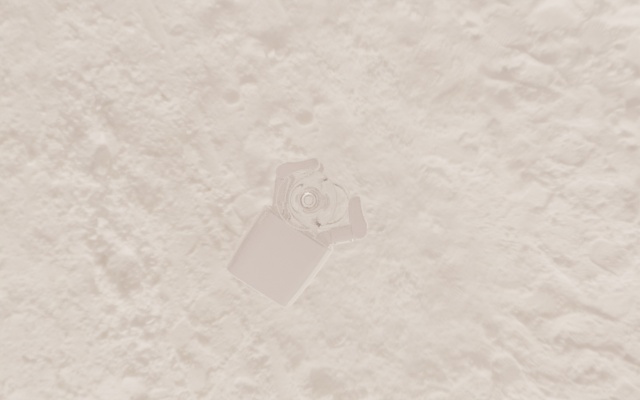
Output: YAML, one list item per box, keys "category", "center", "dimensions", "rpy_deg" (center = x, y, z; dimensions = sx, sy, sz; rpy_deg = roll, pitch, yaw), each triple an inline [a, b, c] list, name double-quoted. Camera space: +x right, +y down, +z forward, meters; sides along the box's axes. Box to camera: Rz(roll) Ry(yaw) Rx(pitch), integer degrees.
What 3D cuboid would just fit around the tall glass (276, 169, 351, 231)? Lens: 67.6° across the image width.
- category: "tall glass"
  center: [0.000, 0.002, 0.663]
  dimensions: [0.079, 0.079, 0.201]
  rpy_deg: [0, -1, 10]
